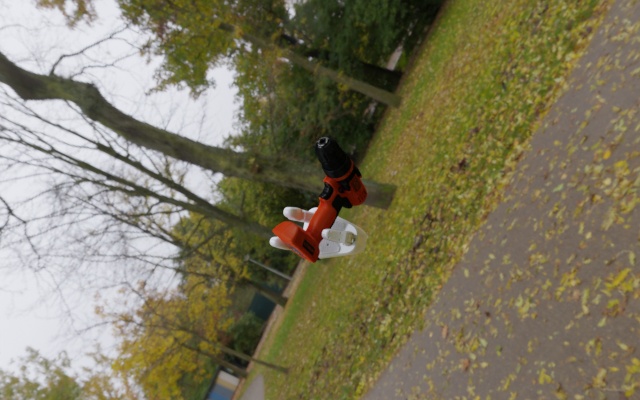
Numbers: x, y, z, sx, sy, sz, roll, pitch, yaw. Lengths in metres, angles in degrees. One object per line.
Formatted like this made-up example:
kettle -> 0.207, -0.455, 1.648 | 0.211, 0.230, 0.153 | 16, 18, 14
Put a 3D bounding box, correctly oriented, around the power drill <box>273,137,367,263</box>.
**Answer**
power drill -> 0.000, 0.003, 0.837 | 0.057, 0.187, 0.184 | 27, -16, 38
